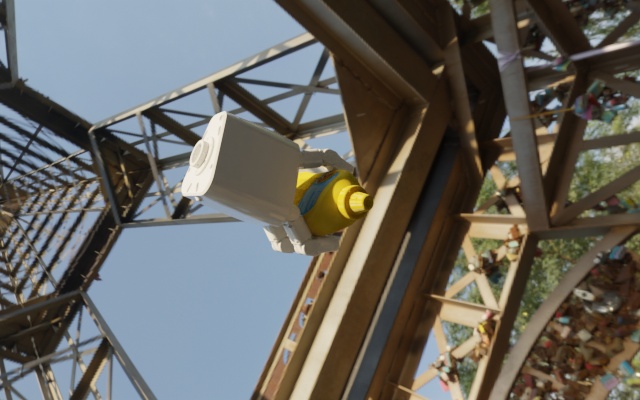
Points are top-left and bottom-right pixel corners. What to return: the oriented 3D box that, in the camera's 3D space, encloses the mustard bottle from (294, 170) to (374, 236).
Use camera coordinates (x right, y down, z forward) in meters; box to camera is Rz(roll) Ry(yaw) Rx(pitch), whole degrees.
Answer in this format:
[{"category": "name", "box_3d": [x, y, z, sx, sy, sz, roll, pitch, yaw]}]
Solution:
[{"category": "mustard bottle", "box_3d": [0.000, 0.002, 0.623, 0.058, 0.096, 0.191, 50, -26, -23]}]
